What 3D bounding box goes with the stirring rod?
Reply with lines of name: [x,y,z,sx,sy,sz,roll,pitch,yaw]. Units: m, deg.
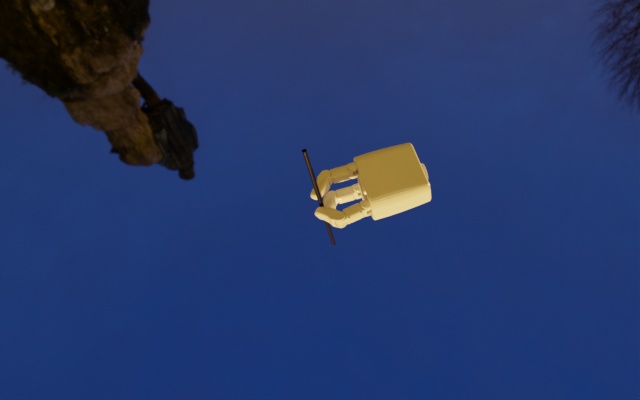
stirring rod: [0.000,0.003,0.825,0.011,0.011,0.240,0,-42,16]
